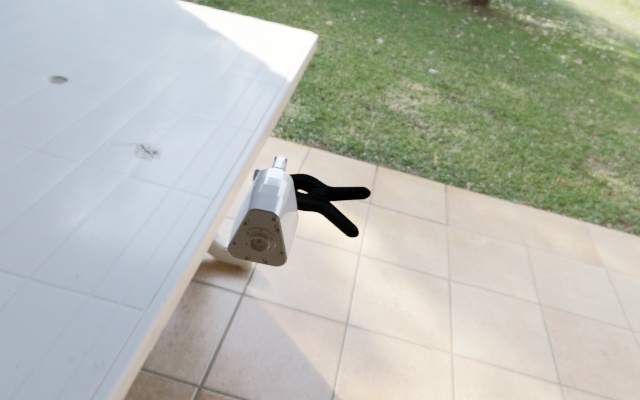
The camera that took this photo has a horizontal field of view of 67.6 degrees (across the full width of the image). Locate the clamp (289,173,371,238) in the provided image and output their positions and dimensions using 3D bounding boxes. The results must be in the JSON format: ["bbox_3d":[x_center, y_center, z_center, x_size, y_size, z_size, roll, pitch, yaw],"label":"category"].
[{"bbox_3d":[0.000,0.002,0.800,0.171,0.039,0.120,12,36,-2],"label":"clamp"}]
